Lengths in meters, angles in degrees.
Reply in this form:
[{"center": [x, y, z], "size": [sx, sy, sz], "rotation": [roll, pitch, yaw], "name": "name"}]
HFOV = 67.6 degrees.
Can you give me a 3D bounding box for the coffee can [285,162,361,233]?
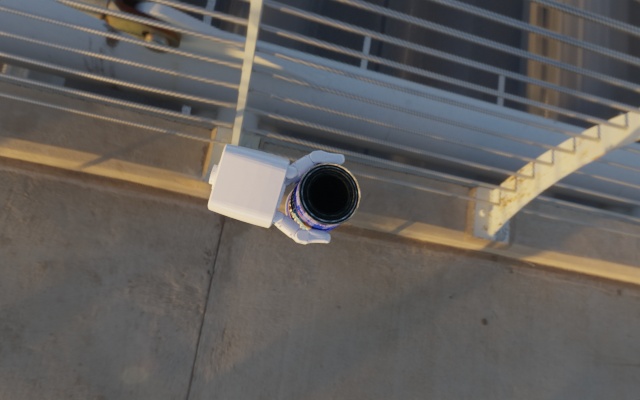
[{"center": [0.000, 0.003, 0.818], "size": [0.103, 0.102, 0.140], "rotation": [0, -11, -13], "name": "coffee can"}]
